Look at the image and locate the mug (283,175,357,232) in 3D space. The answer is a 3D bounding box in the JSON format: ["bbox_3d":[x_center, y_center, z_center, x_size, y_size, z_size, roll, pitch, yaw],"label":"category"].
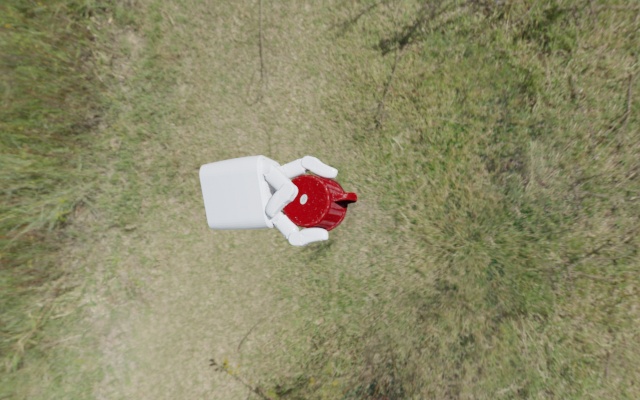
[{"bbox_3d":[0.001,0.002,0.757,0.117,0.093,0.081,-6,-7,18],"label":"mug"}]
